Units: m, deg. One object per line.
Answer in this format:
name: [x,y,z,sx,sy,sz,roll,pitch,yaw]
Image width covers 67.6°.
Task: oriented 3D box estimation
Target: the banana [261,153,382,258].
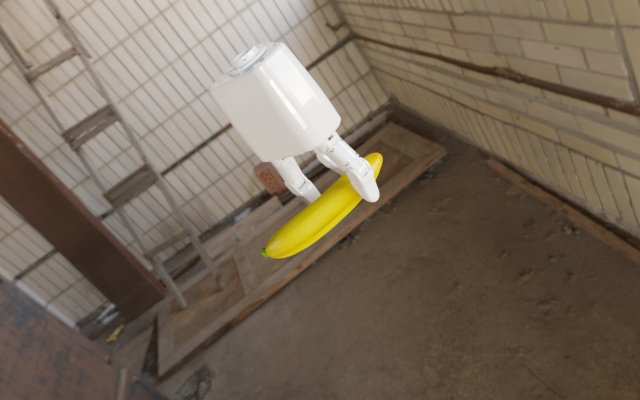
banana: [0.001,0.011,0.578,0.198,0.037,0.069,-38,24,4]
